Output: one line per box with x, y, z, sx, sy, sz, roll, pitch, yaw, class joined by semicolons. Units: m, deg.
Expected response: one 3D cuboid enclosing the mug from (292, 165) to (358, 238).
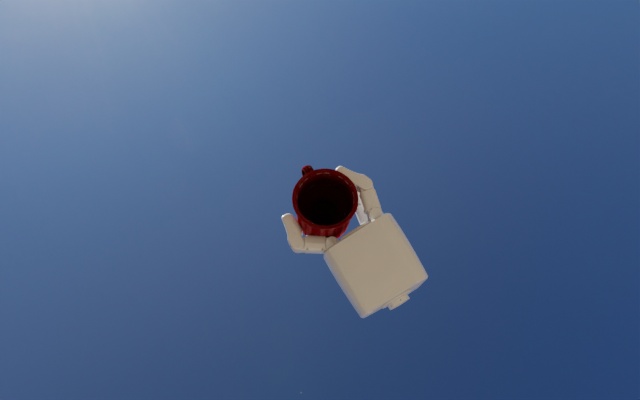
-0.001;0.001;0.706;0.093;0.117;0.081;-25;-20;-12;mug
